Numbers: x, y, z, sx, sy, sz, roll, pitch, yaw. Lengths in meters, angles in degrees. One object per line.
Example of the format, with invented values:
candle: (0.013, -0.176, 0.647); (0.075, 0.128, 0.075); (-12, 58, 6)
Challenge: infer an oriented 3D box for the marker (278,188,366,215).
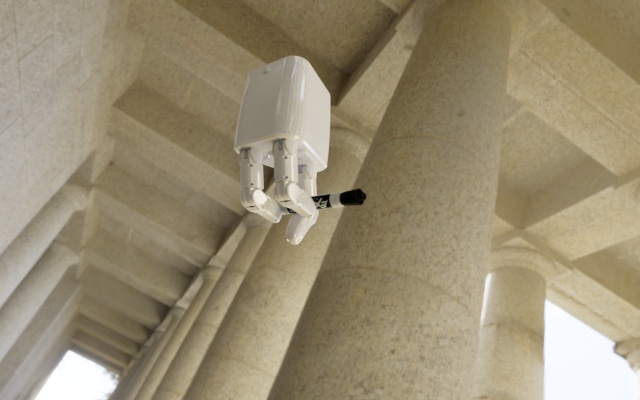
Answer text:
marker: (0.000, 0.002, 0.562); (0.121, 0.020, 0.020); (-8, -5, 36)
